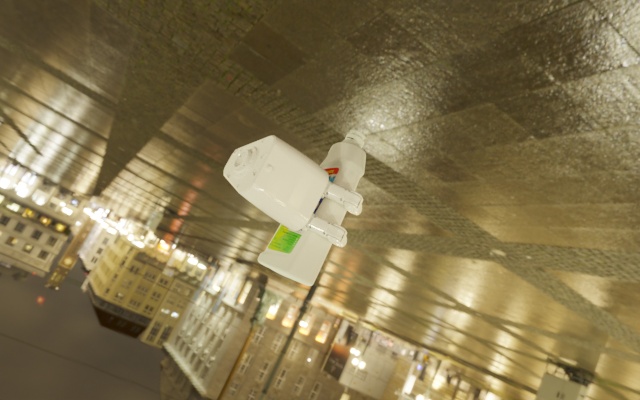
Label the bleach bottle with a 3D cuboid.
[{"bbox_3d":[0.000,0.003,0.747,0.068,0.250,0.102,35,-15,-34],"label":"bleach bottle"}]
